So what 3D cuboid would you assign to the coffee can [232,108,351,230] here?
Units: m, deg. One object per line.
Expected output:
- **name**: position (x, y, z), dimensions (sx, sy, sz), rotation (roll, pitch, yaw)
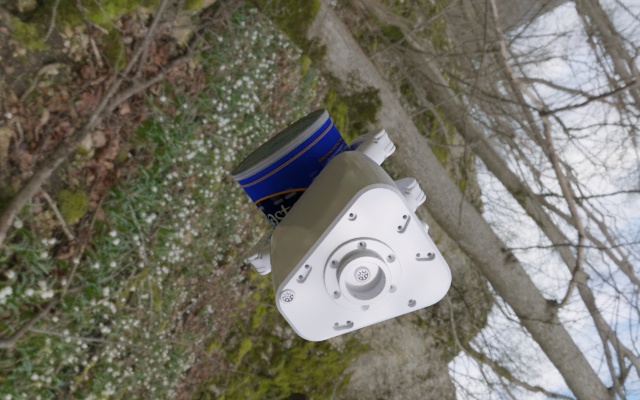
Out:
- **coffee can**: position (0.000, 0.001, 0.446), dimensions (0.103, 0.140, 0.102), rotation (-32, 16, 10)
